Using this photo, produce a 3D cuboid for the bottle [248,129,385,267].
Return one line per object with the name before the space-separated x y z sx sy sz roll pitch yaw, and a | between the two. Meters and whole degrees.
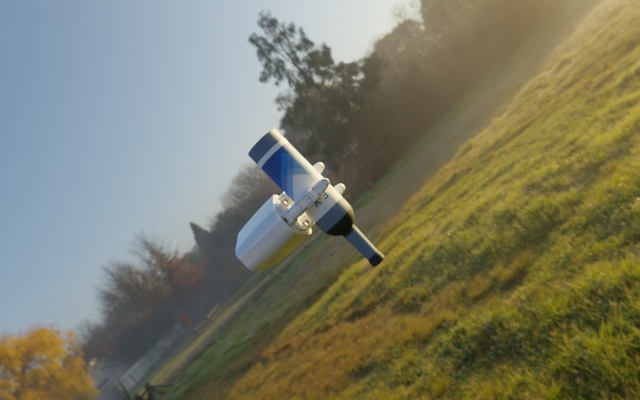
bottle | 0.000 0.002 0.835 0.069 0.296 0.069 -44 1 1
